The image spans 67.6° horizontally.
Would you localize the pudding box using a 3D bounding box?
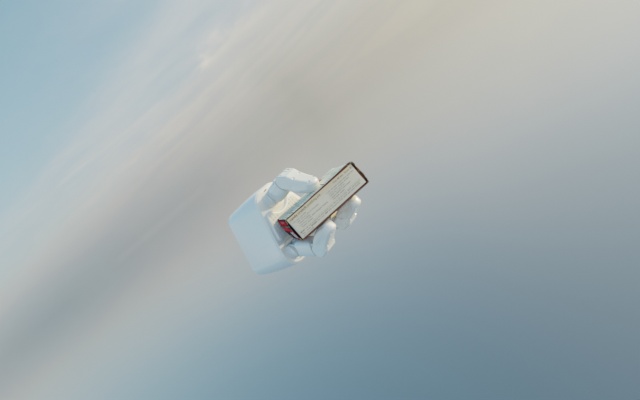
[{"bbox_3d":[0.000,0.002,0.612,0.113,0.039,0.090,-44,7,-9],"label":"pudding box"}]
